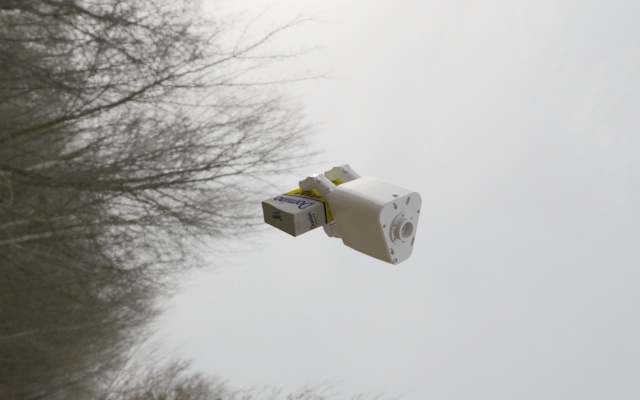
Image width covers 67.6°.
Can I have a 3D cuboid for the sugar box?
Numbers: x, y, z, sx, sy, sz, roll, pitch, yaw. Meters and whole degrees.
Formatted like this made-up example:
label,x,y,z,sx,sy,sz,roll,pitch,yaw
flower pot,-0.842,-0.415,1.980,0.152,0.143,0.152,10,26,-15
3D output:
label,x,y,z,sx,sy,sz,roll,pitch,yaw
sugar box,0.000,0.002,0.799,0.176,0.048,0.093,-19,24,-34
